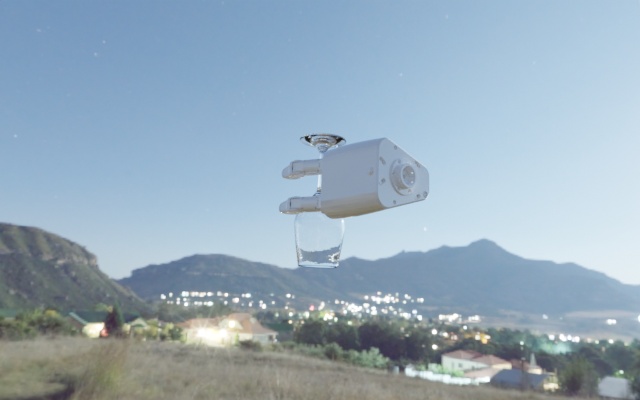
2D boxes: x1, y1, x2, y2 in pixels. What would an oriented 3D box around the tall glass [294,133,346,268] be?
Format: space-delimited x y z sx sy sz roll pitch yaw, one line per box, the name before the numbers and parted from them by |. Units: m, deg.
tall glass | 0.000 0.002 0.739 0.079 0.201 0.079 3 -10 0
